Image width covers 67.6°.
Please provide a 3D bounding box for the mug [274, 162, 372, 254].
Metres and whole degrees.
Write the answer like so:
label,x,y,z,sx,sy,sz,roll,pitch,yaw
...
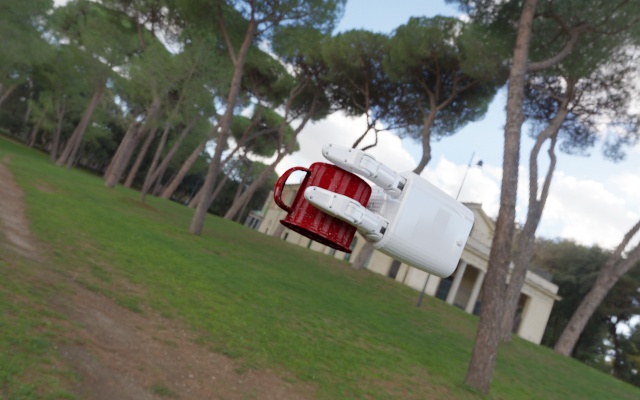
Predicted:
label,x,y,z,sx,sy,sz,roll,pitch,yaw
mug,-0.001,0.001,0.557,0.117,0.081,0.093,28,-10,-22
